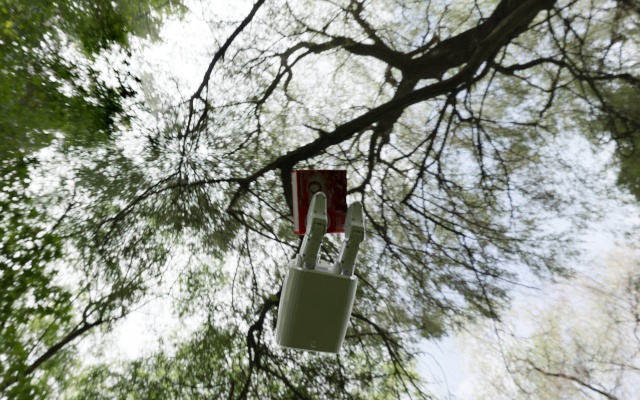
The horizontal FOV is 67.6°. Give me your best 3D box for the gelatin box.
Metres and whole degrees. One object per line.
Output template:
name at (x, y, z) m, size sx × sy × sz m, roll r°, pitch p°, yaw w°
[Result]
gelatin box at (0.000, 0.002, 0.658) m, size 0.073 × 0.089 × 0.030 m, roll -1°, pitch -3°, yaw -17°
